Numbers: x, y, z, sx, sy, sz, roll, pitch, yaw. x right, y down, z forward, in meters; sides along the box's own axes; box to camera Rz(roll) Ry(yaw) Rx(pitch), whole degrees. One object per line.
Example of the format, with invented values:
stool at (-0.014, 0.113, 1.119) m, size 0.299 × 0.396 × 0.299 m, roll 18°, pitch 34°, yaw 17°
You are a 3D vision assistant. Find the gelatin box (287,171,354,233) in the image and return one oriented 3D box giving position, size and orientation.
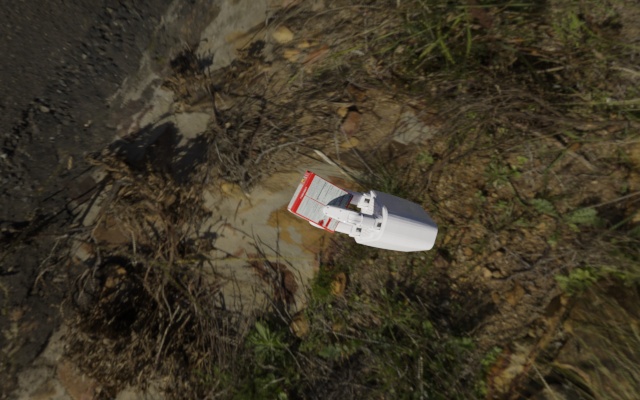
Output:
gelatin box at (0.000, 0.003, 0.795) m, size 0.089 × 0.073 × 0.030 m, roll 28°, pitch 0°, yaw -23°
